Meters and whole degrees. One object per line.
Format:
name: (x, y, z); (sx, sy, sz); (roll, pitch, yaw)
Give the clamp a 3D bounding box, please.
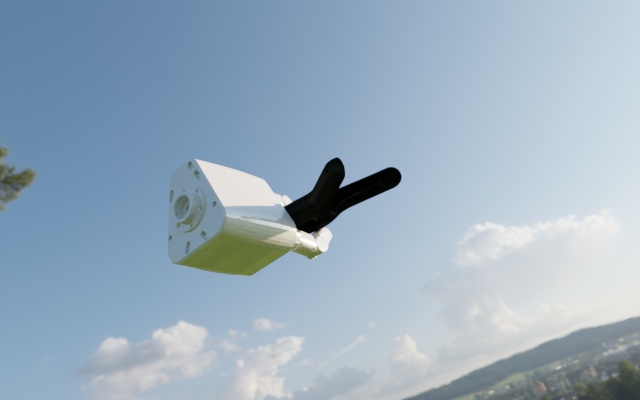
clamp: (0.000, 0.001, 0.555); (0.171, 0.039, 0.120); (-34, -30, 26)
